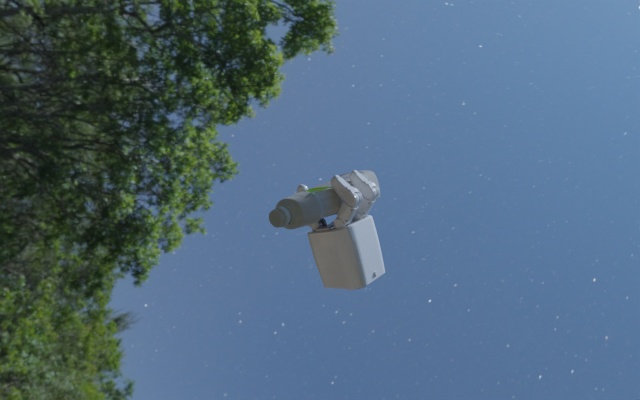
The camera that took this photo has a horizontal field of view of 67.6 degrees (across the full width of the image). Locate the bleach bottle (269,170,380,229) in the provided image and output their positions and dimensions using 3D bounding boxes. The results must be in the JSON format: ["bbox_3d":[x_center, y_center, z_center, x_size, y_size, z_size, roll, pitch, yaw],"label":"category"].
[{"bbox_3d":[0.000,0.003,0.817,0.102,0.068,0.251,-12,5,38],"label":"bleach bottle"}]
